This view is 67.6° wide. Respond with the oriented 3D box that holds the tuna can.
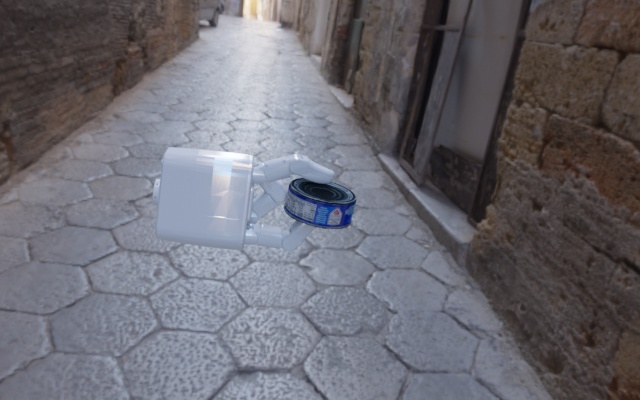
[{"bbox_3d":[0.000,0.001,0.584,0.086,0.034,0.086,12,19,-4],"label":"tuna can"}]
